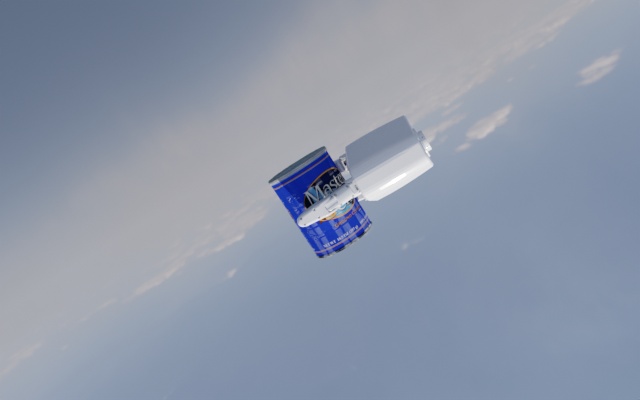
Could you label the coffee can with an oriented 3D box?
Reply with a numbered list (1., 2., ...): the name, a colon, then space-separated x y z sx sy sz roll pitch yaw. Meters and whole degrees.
1. coffee can: 0.000 0.002 0.736 0.103 0.140 0.103 -32 9 6
